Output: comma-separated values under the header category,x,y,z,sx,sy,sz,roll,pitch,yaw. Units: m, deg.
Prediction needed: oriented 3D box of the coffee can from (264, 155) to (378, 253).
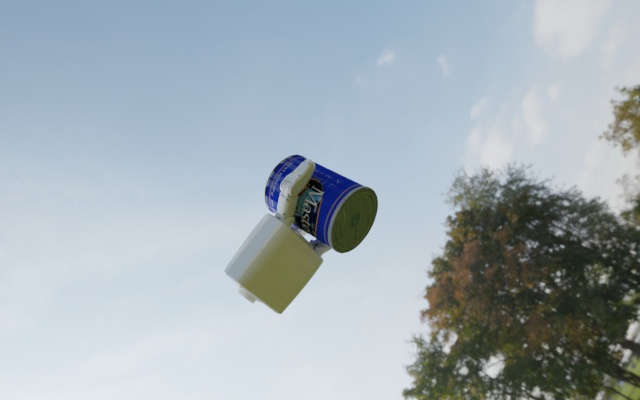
category,x,y,z,sx,sy,sz,roll,pitch,yaw
coffee can,0.000,0.002,0.716,0.140,0.103,0.103,28,17,35
